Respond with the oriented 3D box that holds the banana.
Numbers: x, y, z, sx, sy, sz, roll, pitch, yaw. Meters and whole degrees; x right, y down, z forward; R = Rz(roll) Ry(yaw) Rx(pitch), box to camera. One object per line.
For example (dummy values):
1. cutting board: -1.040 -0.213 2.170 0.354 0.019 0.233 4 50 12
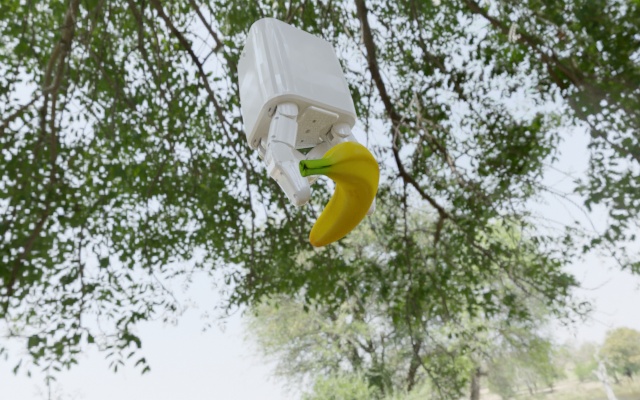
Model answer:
1. banana: 0.018 -0.004 0.428 0.069 0.037 0.198 -14 -22 -4
